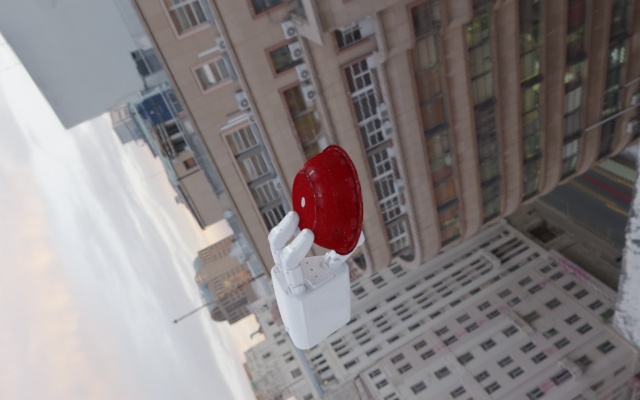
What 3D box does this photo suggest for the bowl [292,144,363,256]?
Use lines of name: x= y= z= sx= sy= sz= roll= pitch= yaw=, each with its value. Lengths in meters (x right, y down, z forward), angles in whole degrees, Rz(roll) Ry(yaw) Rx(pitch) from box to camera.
bowl: x=0.000 y=0.001 z=0.683 sx=0.055 sy=0.162 sz=0.162 roll=-6 pitch=2 yaw=-23
